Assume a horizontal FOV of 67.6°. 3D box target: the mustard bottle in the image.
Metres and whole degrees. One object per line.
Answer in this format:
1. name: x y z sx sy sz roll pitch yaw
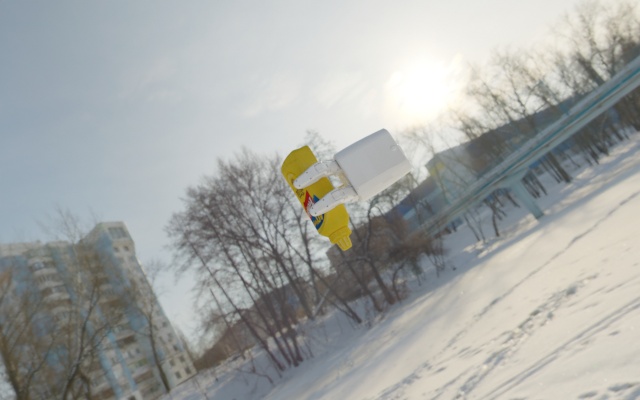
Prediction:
1. mustard bottle: 0.000 0.003 0.848 0.058 0.191 0.096 -24 -15 -26
